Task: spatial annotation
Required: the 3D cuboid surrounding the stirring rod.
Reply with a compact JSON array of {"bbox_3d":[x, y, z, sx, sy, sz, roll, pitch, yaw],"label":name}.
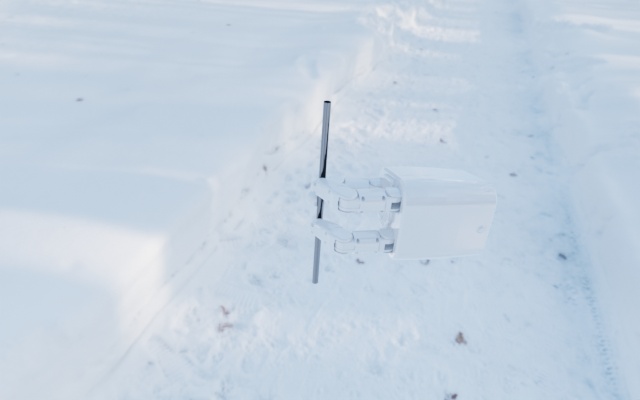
[{"bbox_3d":[0.000,0.002,0.550,0.011,0.240,0.011,3,31,-2],"label":"stirring rod"}]
